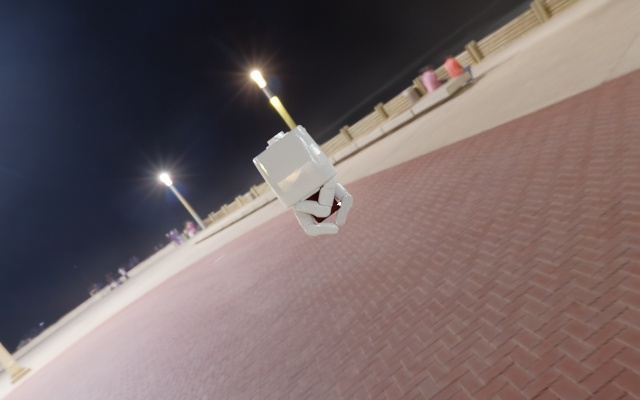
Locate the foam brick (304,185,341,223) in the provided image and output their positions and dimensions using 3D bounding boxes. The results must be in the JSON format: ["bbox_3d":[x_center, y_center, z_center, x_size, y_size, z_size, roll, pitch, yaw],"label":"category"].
[{"bbox_3d":[0.000,0.003,0.883,0.053,0.051,0.078,-37,7,1],"label":"foam brick"}]
